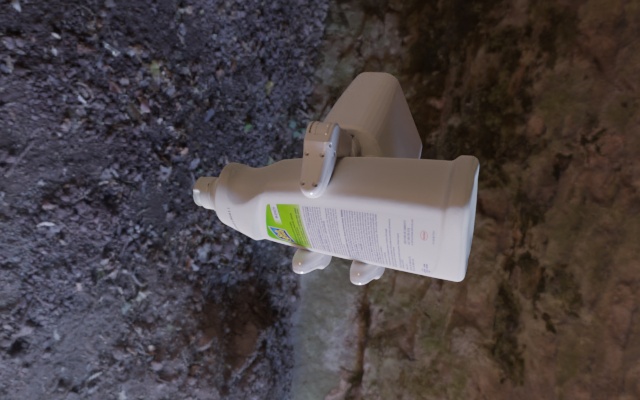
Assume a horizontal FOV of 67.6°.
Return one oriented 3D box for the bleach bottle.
[{"bbox_3d":[0.000,0.001,0.411,0.251,0.103,0.068,8,45,21],"label":"bleach bottle"}]
